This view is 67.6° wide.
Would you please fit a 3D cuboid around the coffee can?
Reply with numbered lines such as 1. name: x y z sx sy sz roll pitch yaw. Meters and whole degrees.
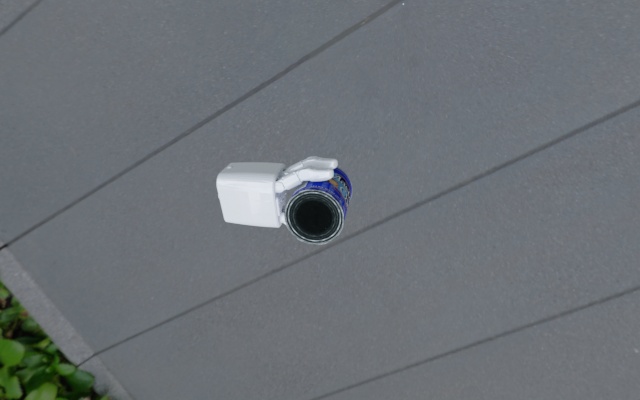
1. coffee can: 0.000 0.003 0.861 0.103 0.103 0.140 0 22 10
